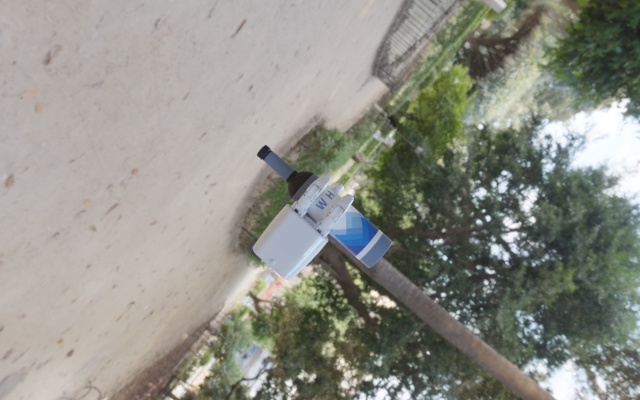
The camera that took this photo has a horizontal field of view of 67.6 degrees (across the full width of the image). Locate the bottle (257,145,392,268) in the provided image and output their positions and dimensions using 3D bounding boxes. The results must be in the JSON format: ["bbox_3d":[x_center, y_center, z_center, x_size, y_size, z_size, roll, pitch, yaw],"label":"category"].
[{"bbox_3d":[0.000,0.003,0.885,0.295,0.069,0.069,41,2,2],"label":"bottle"}]
